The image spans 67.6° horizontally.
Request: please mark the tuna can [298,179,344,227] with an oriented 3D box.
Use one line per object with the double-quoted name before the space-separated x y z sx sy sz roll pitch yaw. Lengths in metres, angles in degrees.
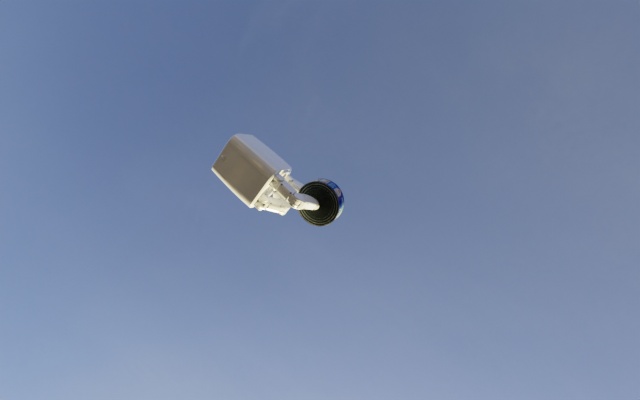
"tuna can" 0.000 0.003 0.891 0.086 0.086 0.033 0 14 23
